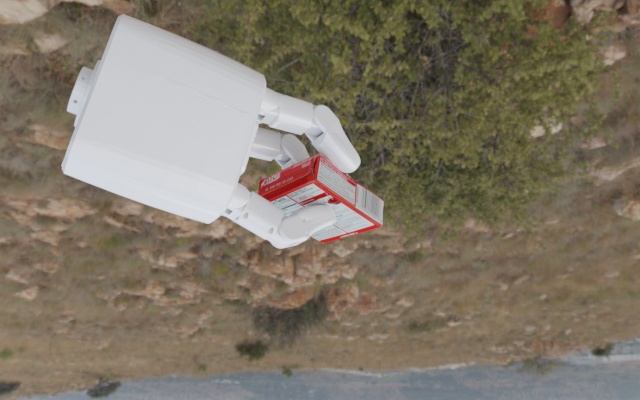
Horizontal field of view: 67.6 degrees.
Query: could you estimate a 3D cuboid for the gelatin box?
[{"bbox_3d":[0.000,0.002,0.417,0.073,0.030,0.089,-21,-42,41],"label":"gelatin box"}]
